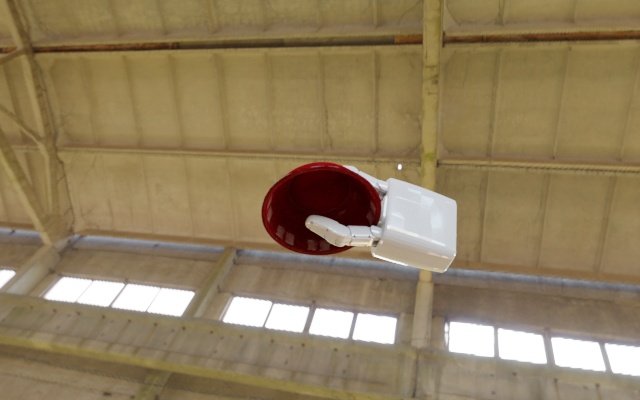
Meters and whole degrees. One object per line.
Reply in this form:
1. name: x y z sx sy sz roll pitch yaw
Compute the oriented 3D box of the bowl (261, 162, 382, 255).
1. bowl: -0.001 0.001 0.657 0.162 0.162 0.055 0 41 -5
